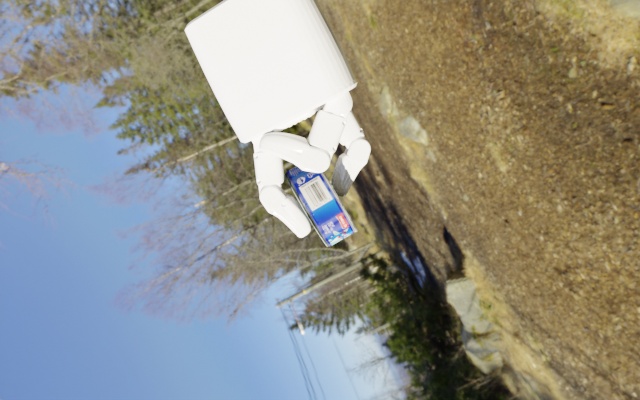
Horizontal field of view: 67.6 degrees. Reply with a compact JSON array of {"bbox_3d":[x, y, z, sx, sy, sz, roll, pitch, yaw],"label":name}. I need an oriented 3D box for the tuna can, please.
[{"bbox_3d":[0.000,0.002,0.465,0.034,0.086,0.086,-31,0,0],"label":"tuna can"}]
